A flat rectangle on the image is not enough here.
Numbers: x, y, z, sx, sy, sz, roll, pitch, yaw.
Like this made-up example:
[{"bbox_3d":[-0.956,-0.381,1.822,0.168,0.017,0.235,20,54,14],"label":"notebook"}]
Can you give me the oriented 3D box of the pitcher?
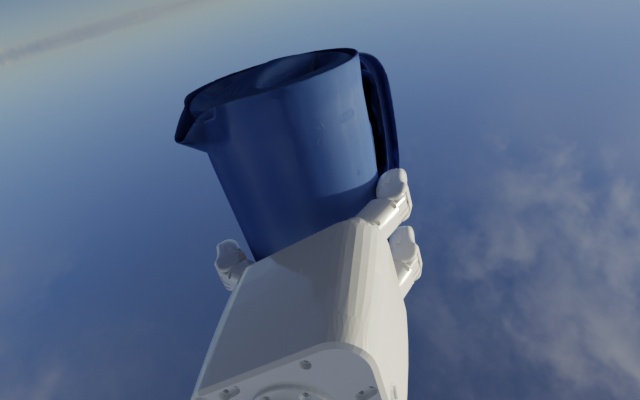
[{"bbox_3d":[0.000,0.001,0.404,0.149,0.243,0.145,-11,26,11],"label":"pitcher"}]
